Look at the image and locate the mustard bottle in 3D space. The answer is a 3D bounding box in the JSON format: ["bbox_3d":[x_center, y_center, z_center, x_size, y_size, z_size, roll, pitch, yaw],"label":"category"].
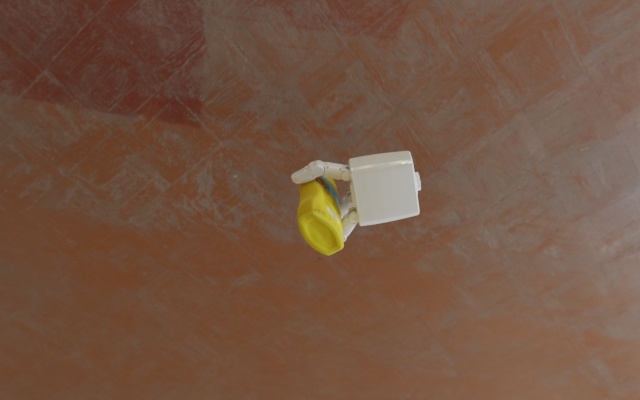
[{"bbox_3d":[0.000,0.003,0.841,0.058,0.096,0.191,-30,29,18],"label":"mustard bottle"}]
